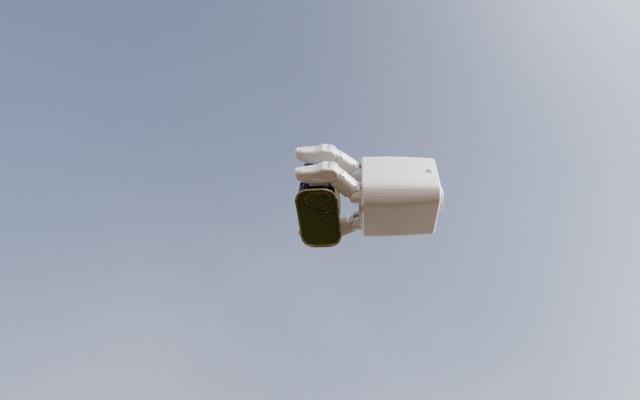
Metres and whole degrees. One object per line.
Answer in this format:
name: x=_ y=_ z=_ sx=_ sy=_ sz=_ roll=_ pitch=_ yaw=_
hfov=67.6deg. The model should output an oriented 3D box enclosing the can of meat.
can of meat: x=0.000 y=0.002 z=0.690 sx=0.057 sy=0.102 sz=0.084 roll=-3 pitch=36 yaw=7
